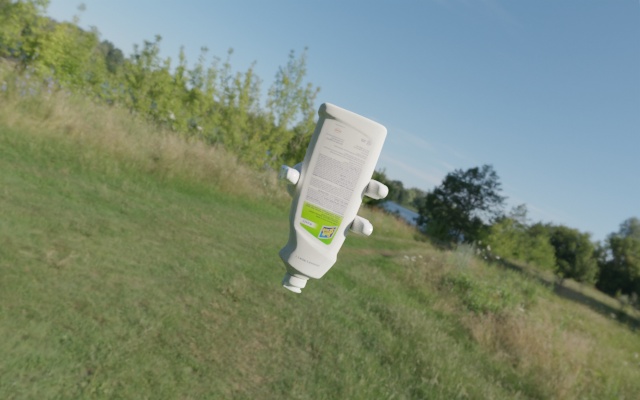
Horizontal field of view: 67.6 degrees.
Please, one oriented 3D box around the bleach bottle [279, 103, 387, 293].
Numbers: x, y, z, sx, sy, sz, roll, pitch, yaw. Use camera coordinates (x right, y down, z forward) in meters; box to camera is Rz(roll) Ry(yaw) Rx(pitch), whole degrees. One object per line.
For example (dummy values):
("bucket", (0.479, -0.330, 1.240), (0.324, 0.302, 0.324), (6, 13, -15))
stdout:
("bleach bottle", (0.000, 0.002, 0.656), (0.102, 0.251, 0.068), (23, 1, 4))
